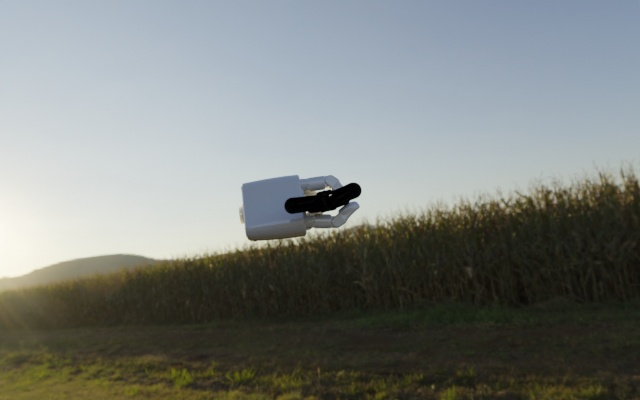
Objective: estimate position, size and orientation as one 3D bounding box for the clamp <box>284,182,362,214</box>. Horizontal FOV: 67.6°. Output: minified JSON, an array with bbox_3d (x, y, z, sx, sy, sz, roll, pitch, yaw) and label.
[{"bbox_3d":[0.000,0.002,0.797,0.120,0.039,0.171,-7,-7,-4],"label":"clamp"}]
